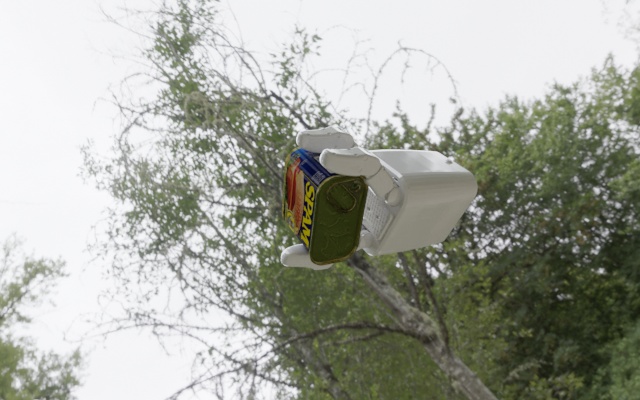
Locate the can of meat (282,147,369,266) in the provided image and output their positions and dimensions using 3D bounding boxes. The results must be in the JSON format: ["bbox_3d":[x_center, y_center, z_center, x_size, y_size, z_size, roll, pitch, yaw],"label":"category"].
[{"bbox_3d":[0.000,0.002,0.502,0.057,0.102,0.084,-8,32,-26],"label":"can of meat"}]
